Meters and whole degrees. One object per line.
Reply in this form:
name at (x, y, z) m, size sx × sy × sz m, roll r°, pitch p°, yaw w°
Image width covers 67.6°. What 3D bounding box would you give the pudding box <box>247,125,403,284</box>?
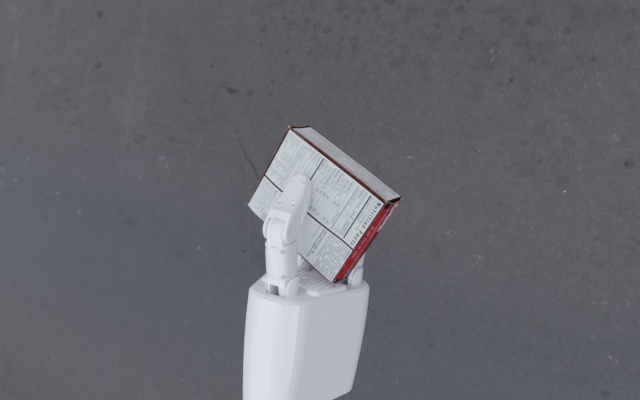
pudding box at (0.000, 0.001, 0.414) m, size 0.113 × 0.090 × 0.039 m, roll 40°, pitch 23°, yaw 18°
